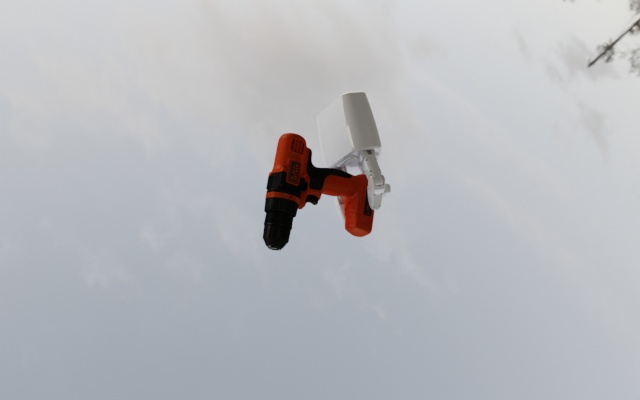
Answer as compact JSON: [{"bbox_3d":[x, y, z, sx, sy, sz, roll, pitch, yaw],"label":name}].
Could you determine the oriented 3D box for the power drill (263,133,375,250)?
[{"bbox_3d":[0.000,0.002,0.762,0.188,0.184,0.057,18,-16,-32],"label":"power drill"}]
